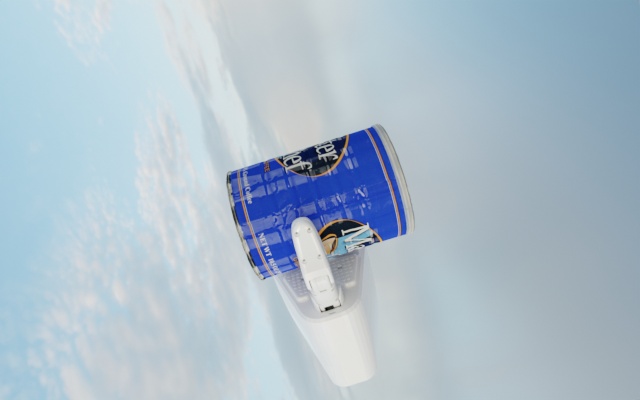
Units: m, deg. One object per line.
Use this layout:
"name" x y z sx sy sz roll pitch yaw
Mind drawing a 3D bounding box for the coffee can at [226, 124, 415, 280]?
"coffee can" 0.000 0.001 0.427 0.140 0.103 0.103 -18 0 0
